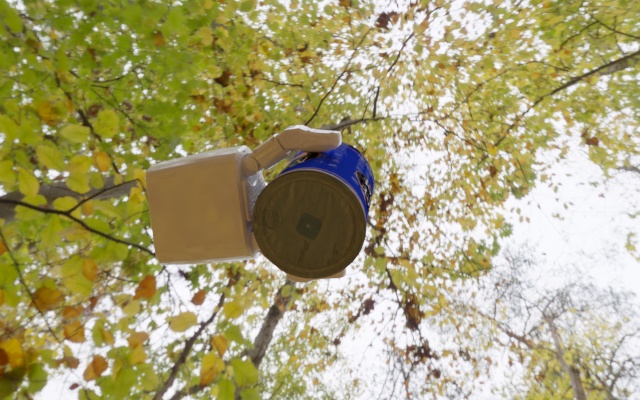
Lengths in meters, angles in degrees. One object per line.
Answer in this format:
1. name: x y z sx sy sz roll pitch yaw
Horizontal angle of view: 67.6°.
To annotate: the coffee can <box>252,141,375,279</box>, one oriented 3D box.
1. coffee can: 0.000 0.002 0.484 0.103 0.103 0.140 0 18 10
